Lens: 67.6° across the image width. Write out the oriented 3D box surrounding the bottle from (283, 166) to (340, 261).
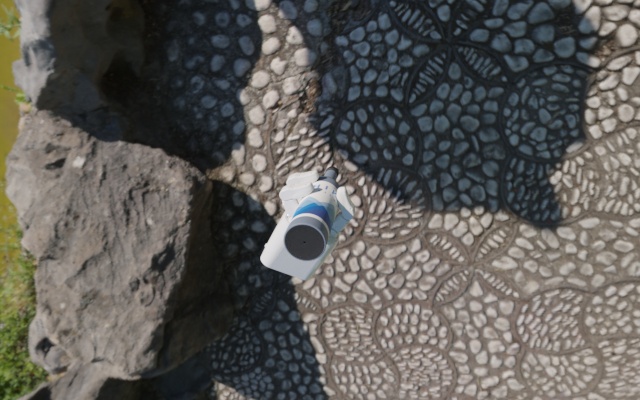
[{"bbox_3d":[0.000,0.003,0.854,0.069,0.069,0.295,0,25,11],"label":"bottle"}]
